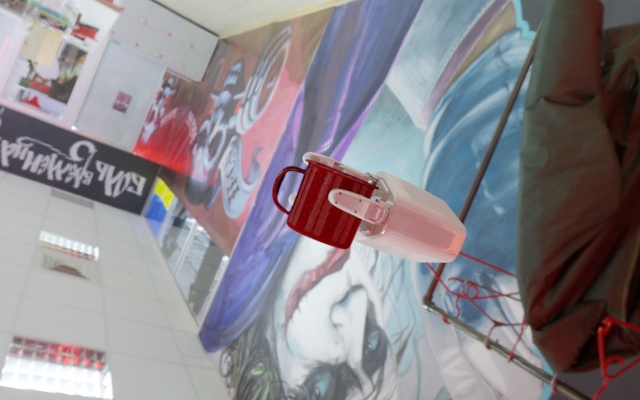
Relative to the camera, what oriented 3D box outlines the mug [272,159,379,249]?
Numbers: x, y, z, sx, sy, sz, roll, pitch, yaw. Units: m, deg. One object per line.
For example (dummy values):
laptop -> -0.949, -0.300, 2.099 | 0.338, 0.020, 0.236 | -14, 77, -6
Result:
mug -> -0.001, 0.002, 0.555 | 0.117, 0.081, 0.093 | 21, 2, -13
